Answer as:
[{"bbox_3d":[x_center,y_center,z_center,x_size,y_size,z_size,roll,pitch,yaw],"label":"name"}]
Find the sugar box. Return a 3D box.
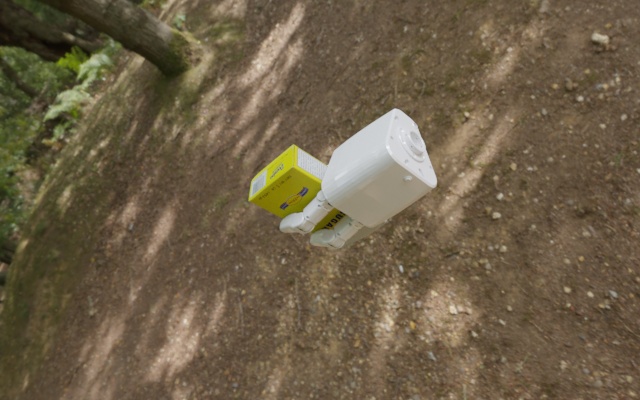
[{"bbox_3d":[0.000,0.002,0.652,0.176,0.048,0.093,31,-48,-31],"label":"sugar box"}]
